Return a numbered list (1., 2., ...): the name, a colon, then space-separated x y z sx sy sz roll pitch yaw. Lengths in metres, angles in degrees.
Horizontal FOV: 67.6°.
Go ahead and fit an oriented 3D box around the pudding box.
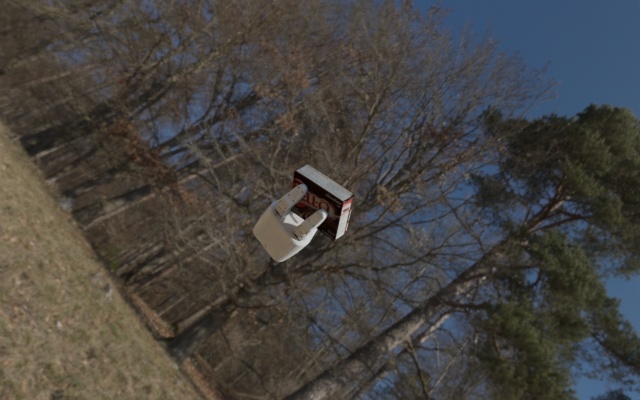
1. pudding box: 0.000 0.003 0.824 0.113 0.090 0.039 32 45 25
